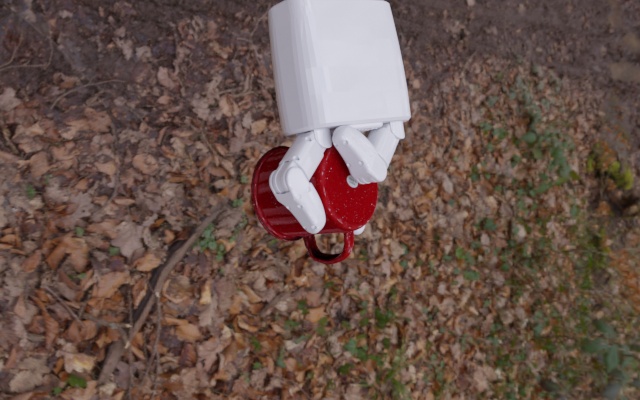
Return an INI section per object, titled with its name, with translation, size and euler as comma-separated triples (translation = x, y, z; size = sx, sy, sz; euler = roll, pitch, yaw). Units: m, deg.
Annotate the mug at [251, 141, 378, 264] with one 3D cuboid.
[mug]
translation = 0.000, 0.003, 0.437
size = 0.081, 0.117, 0.093
euler = -7, 5, 42
